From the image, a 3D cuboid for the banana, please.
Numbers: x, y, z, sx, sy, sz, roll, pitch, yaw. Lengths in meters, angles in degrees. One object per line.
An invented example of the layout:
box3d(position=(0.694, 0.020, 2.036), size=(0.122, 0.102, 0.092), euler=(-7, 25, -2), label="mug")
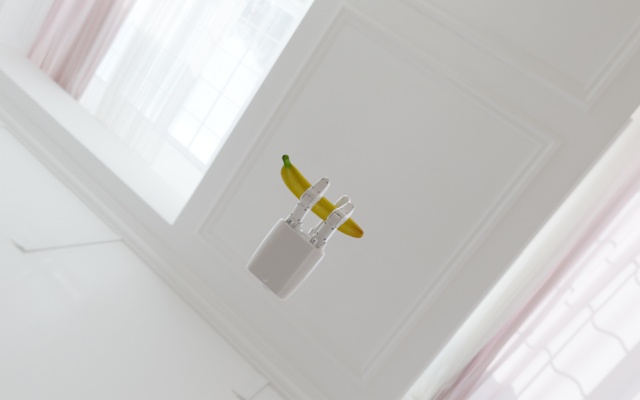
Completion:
box3d(position=(-0.006, 0.001, 0.851), size=(0.198, 0.037, 0.069), euler=(43, -10, -7), label="banana")
